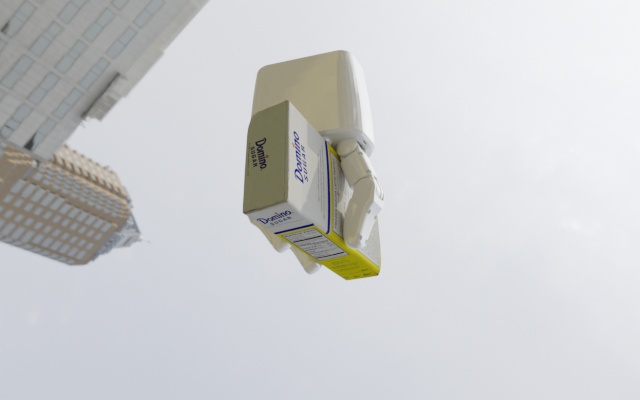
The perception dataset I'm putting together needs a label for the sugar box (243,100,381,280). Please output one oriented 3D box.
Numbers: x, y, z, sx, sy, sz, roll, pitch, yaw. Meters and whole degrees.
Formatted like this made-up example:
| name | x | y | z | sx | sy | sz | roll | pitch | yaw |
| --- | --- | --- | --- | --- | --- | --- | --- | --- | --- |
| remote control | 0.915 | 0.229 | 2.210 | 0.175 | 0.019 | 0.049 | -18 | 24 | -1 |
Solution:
| name | x | y | z | sx | sy | sz | roll | pitch | yaw |
| --- | --- | --- | --- | --- | --- | --- | --- | --- | --- |
| sugar box | 0.000 | 0.001 | 0.424 | 0.048 | 0.093 | 0.176 | -17 | -33 | 26 |
